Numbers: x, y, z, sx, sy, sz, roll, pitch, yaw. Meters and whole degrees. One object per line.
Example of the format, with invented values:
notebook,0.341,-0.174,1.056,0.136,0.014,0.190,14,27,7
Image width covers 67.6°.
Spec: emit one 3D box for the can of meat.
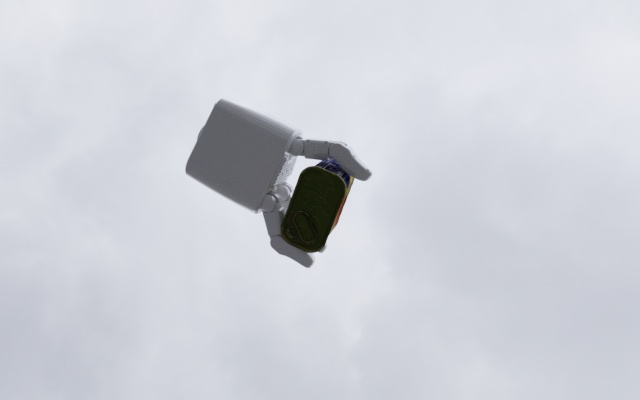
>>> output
can of meat,0.000,0.002,0.588,0.057,0.102,0.084,23,18,7
